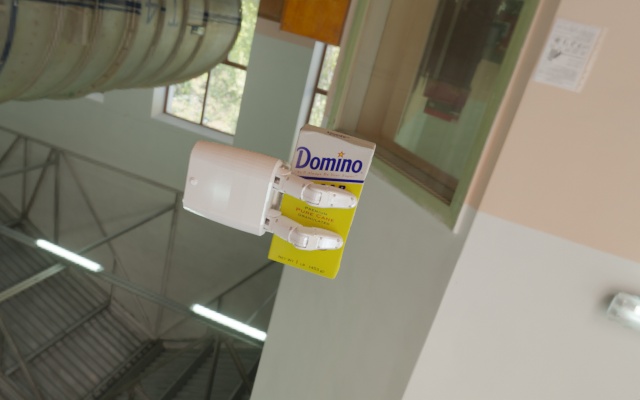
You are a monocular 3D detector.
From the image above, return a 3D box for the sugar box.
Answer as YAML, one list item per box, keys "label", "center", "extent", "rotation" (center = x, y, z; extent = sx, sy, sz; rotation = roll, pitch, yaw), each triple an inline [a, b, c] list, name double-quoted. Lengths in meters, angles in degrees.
- label: "sugar box"
  center: [0.000, 0.002, 0.598]
  extent: [0.093, 0.176, 0.048]
  rotation: [16, 20, 5]
